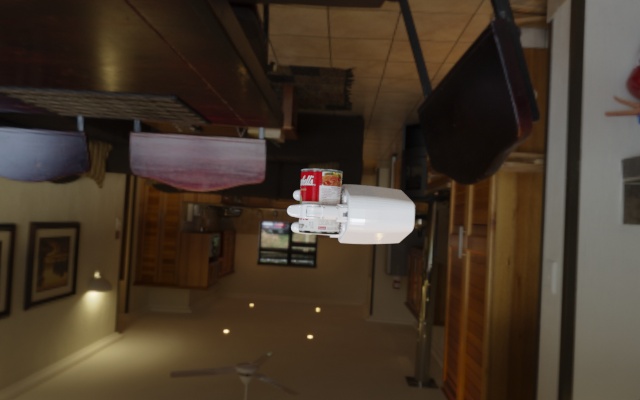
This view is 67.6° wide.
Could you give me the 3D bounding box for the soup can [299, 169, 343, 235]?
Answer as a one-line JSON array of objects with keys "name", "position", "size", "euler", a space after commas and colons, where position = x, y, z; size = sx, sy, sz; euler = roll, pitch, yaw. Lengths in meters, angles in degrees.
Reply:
[{"name": "soup can", "position": [0.000, 0.003, 0.774], "size": [0.068, 0.102, 0.068], "euler": [3, -2, 0]}]
